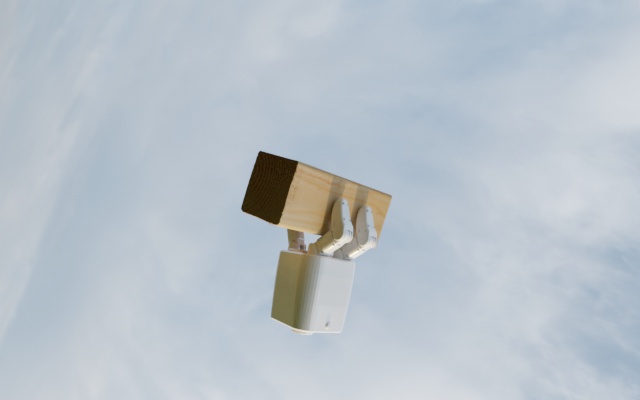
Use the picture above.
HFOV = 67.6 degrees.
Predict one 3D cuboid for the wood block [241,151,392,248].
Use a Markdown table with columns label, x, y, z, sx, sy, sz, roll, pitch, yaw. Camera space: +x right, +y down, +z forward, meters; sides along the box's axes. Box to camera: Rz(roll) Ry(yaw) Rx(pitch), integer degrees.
| label | x | y | z | sx | sy | sz | roll | pitch | yaw |
| --- | --- | --- | --- | --- | --- | --- | --- | --- | --- |
| wood block | 0.000 | 0.003 | 0.704 | 0.206 | 0.090 | 0.091 | 17 | 1 | -45 |
